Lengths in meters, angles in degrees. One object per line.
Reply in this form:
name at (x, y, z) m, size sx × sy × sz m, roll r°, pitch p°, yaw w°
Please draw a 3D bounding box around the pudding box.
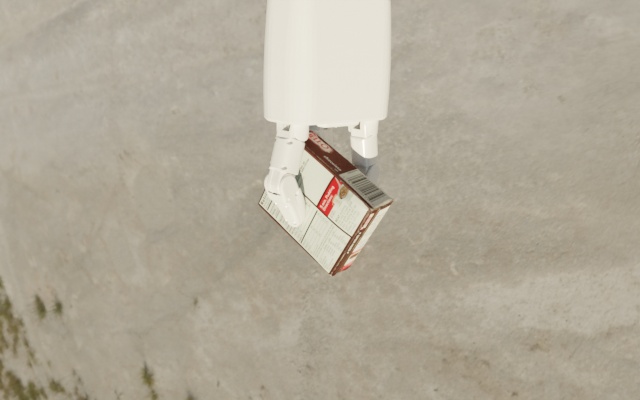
pudding box at (0.000, 0.001, 0.457) m, size 0.113 × 0.090 × 0.039 m, roll 44°, pitch 36°, yaw 23°
